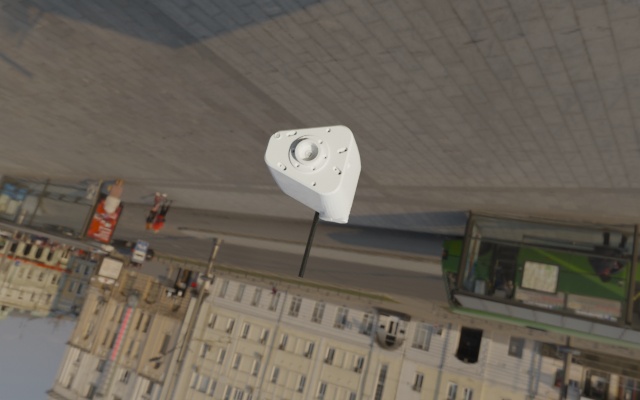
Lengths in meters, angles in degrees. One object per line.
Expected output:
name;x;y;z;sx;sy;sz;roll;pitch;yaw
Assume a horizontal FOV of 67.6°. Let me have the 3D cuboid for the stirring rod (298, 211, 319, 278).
stirring rod;0.000;0.002;0.747;0.011;0.239;0.011;14;-14;4
